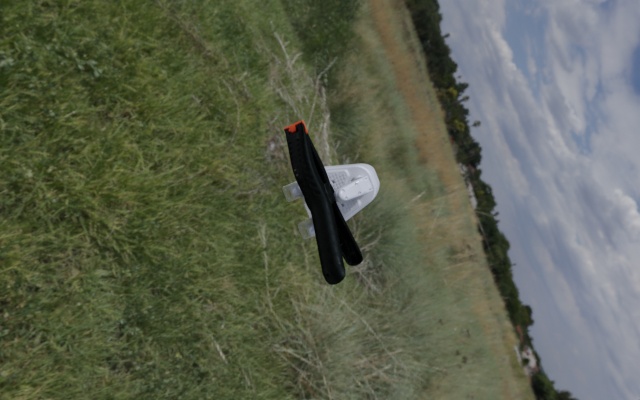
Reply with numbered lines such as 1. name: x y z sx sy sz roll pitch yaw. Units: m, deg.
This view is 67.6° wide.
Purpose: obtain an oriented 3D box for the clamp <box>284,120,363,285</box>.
1. clamp: 0.001 0.001 0.596 0.036 0.210 0.164 -21 3 11
